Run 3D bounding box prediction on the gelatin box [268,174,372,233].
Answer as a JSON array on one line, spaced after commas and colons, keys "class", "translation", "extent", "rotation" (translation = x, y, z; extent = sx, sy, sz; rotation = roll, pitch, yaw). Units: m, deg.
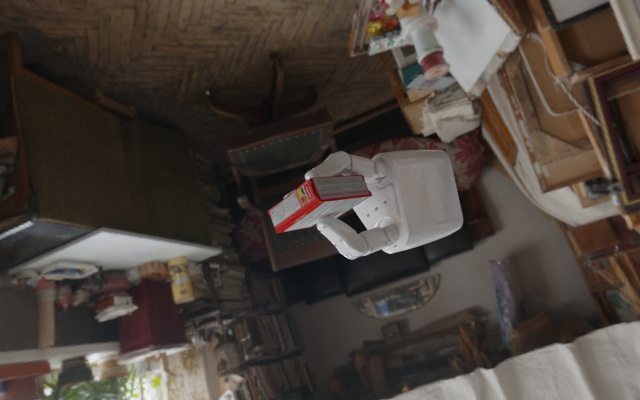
[{"class": "gelatin box", "translation": [0.000, 0.002, 0.511], "extent": [0.089, 0.030, 0.073], "rotation": [-8, -21, -48]}]
